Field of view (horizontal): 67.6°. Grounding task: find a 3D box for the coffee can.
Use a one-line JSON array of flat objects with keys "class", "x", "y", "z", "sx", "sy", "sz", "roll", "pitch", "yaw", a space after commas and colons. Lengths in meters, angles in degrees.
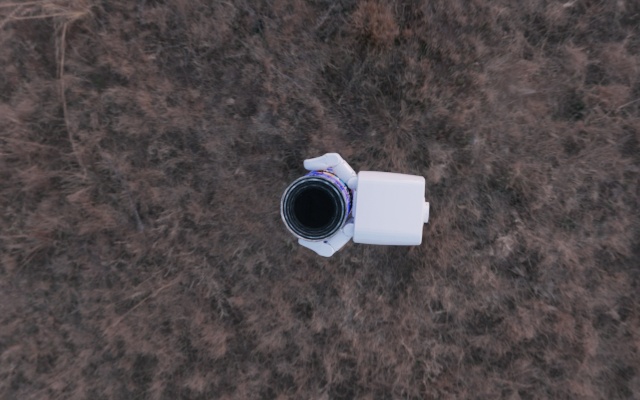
[{"class": "coffee can", "x": 0.000, "y": 0.002, "z": 0.783, "sx": 0.103, "sy": 0.103, "sz": 0.140, "roll": 0, "pitch": 9, "yaw": 9}]
